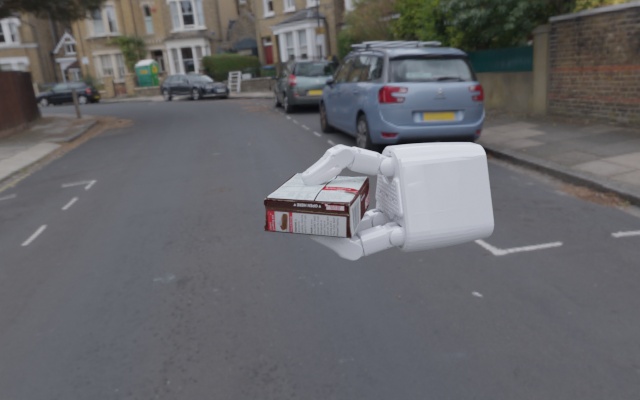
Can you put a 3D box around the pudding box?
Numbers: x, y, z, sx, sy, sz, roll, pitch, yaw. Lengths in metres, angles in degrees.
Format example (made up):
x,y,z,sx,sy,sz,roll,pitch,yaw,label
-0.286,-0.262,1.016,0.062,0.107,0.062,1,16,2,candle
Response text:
x,y,z,sx,sy,sz,roll,pitch,yaw,label
0.000,0.002,0.508,0.090,0.039,0.113,3,16,14,pudding box
